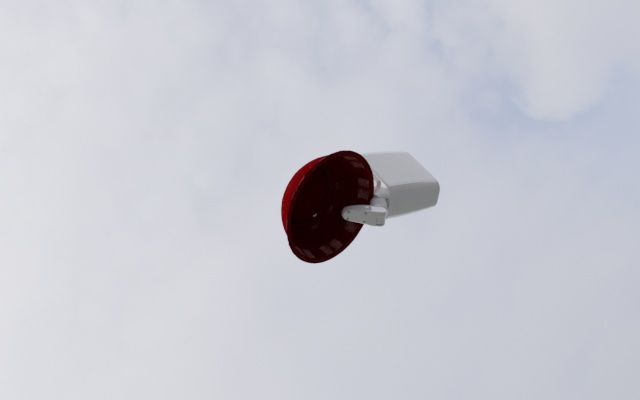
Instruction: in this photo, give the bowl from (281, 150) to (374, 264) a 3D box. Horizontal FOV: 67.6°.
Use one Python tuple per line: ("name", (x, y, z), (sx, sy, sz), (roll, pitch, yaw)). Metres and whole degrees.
("bowl", (-0.001, 0.002, 0.649), (0.055, 0.162, 0.162), (27, 18, 39))
